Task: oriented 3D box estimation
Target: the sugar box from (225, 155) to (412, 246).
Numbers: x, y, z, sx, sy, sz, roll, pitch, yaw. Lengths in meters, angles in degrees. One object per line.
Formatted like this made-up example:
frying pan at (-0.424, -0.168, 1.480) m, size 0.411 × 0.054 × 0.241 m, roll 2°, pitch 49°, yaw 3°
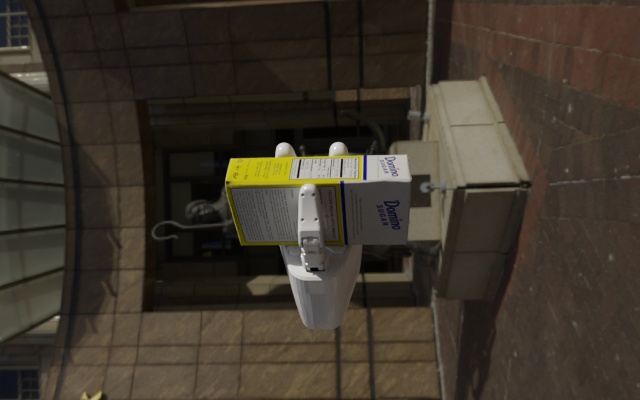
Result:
sugar box at (0.000, 0.001, 0.482) m, size 0.176 × 0.093 × 0.048 m, roll -2°, pitch 45°, yaw 4°
